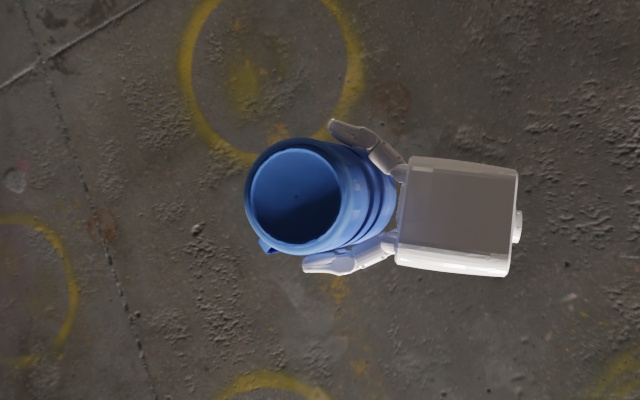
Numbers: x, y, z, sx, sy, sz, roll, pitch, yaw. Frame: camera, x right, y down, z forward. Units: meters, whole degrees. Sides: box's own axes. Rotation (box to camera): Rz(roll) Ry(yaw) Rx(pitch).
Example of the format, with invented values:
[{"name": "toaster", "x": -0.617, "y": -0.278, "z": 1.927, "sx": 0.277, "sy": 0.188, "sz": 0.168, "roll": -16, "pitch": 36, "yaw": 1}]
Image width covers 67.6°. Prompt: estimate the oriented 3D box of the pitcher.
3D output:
[{"name": "pitcher", "x": 0.000, "y": 0.002, "z": 0.545, "sx": 0.145, "sy": 0.149, "sz": 0.243, "roll": 9, "pitch": 3, "yaw": 15}]
